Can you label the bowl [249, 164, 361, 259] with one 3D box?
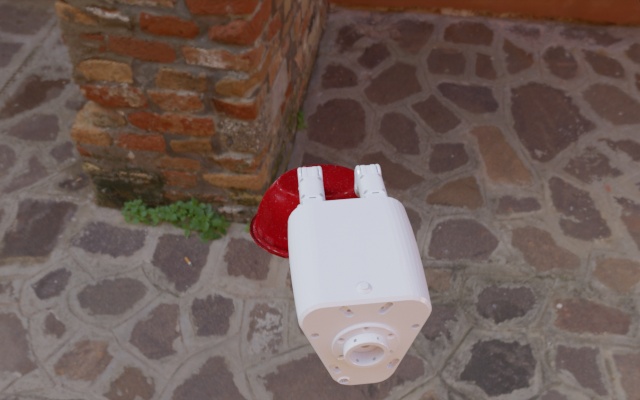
[{"bbox_3d":[0.000,0.001,0.528,0.162,0.055,0.162,-2,26,1],"label":"bowl"}]
